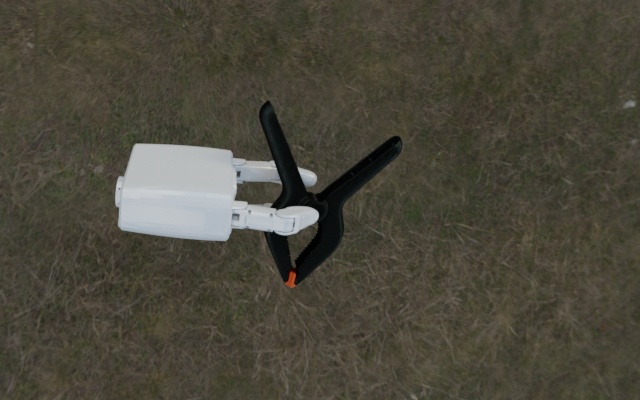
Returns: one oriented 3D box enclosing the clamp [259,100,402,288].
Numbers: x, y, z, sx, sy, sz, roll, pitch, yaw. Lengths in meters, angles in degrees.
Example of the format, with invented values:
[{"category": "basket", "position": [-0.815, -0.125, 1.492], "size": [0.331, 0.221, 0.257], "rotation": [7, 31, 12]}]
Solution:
[{"category": "clamp", "position": [0.000, 0.003, 0.547], "size": [0.164, 0.210, 0.036], "rotation": [6, 18, -13]}]
